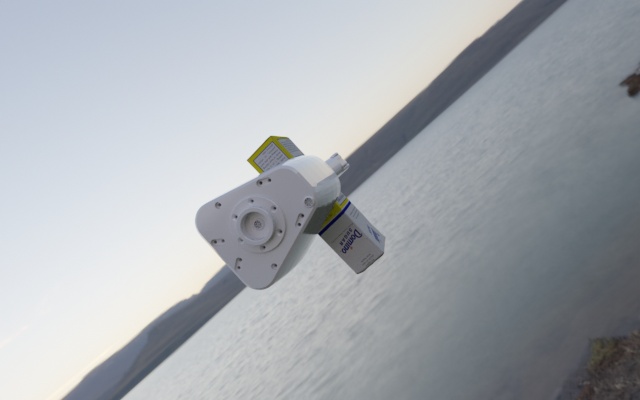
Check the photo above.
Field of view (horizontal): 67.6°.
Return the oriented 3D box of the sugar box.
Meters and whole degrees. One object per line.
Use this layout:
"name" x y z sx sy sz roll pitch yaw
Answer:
"sugar box" 0.000 0.002 0.553 0.048 0.176 0.093 -42 -1 11
